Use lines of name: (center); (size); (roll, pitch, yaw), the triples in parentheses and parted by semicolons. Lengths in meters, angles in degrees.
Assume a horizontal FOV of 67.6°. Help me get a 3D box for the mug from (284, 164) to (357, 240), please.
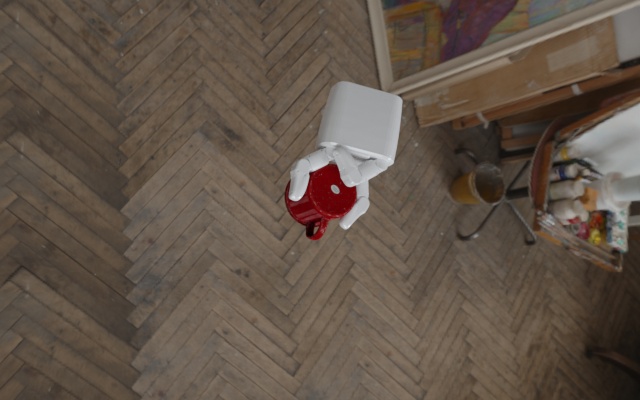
mug: (0.000, 0.004, 0.723); (0.093, 0.117, 0.081); (18, -16, -22)
